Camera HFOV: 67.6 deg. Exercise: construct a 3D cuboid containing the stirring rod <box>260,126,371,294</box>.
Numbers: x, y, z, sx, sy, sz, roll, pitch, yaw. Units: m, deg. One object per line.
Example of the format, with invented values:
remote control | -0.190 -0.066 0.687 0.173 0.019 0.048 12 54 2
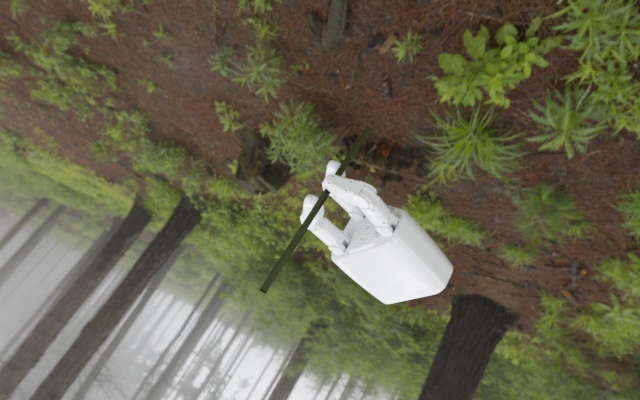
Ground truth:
stirring rod | 0.000 0.002 0.541 0.011 0.239 0.011 26 -26 14
